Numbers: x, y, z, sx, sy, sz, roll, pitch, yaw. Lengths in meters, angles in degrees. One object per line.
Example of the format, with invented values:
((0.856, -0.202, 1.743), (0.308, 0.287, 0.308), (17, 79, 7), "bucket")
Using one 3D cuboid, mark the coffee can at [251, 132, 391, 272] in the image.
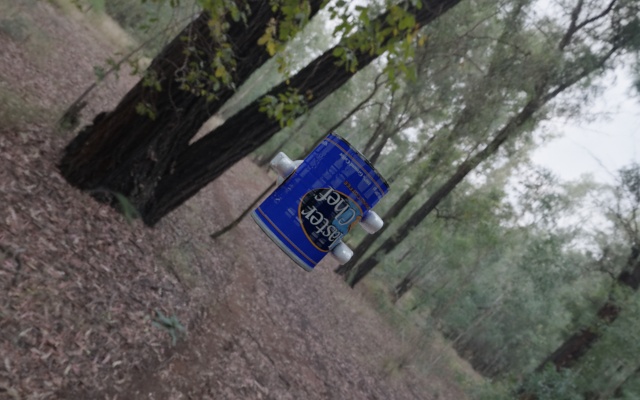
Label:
((0.000, 0.002, 0.582), (0.103, 0.140, 0.103), (45, -1, 1), "coffee can")
